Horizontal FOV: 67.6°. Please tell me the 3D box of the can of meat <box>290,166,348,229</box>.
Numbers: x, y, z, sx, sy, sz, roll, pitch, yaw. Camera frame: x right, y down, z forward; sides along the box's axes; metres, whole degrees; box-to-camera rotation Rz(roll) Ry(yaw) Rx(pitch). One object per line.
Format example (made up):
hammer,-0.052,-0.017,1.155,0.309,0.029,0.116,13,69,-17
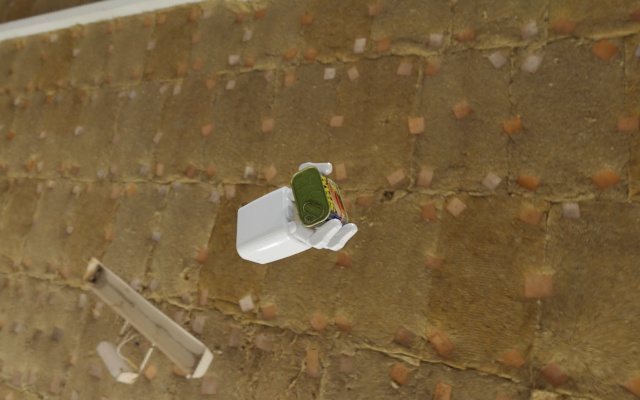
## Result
can of meat,0.000,0.003,0.821,0.057,0.102,0.084,-25,-25,19
